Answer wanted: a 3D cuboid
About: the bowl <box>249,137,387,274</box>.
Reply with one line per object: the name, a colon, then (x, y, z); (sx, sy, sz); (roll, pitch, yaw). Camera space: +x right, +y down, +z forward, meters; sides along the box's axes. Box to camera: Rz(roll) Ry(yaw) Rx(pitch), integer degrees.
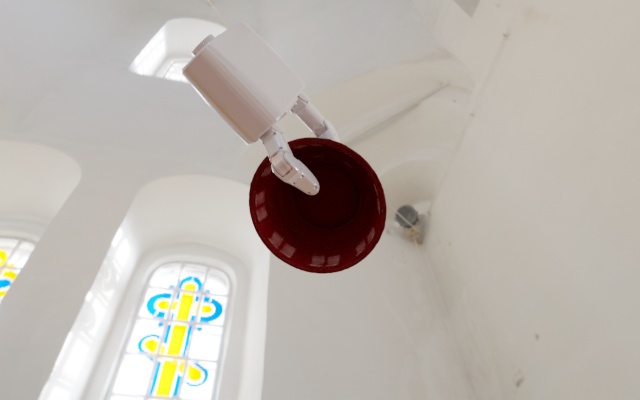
bowl: (0.001, 0.003, 0.564); (0.162, 0.162, 0.055); (0, 16, 15)
